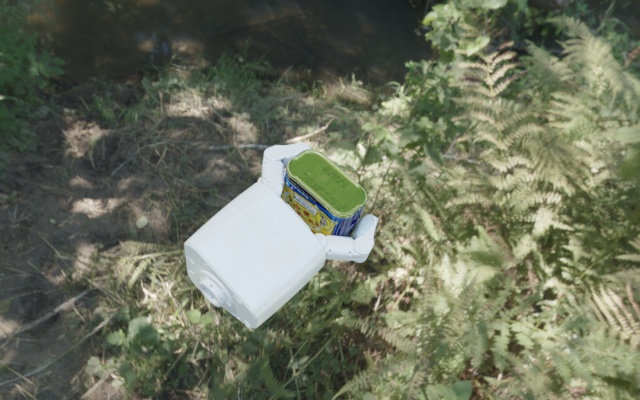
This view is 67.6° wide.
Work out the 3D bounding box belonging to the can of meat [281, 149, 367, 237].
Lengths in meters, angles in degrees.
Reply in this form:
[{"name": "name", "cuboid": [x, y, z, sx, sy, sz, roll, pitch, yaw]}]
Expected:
[{"name": "can of meat", "cuboid": [0.000, 0.002, 0.556, 0.057, 0.102, 0.084, -39, -19, -31]}]
